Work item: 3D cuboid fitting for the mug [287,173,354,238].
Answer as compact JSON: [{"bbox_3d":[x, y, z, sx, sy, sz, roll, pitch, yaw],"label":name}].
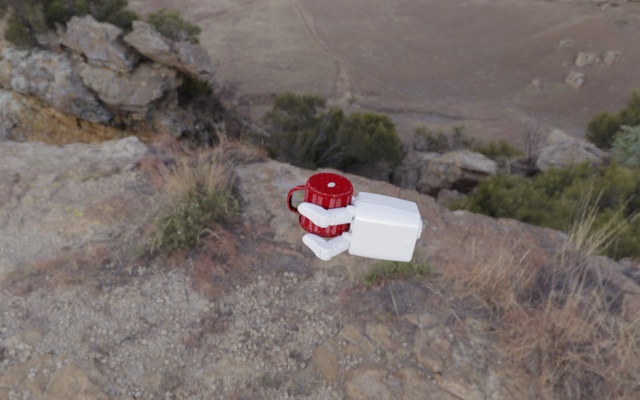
[{"bbox_3d":[-0.001,0.002,0.825,0.117,0.081,0.093,10,32,3],"label":"mug"}]
